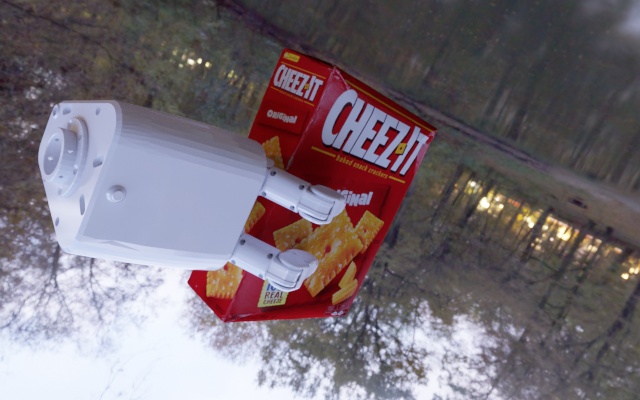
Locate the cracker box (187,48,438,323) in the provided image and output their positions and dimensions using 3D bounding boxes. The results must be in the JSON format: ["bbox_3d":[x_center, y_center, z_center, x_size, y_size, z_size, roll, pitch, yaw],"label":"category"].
[{"bbox_3d":[0.000,0.001,0.429,0.072,0.214,0.164,33,12,39],"label":"cracker box"}]
